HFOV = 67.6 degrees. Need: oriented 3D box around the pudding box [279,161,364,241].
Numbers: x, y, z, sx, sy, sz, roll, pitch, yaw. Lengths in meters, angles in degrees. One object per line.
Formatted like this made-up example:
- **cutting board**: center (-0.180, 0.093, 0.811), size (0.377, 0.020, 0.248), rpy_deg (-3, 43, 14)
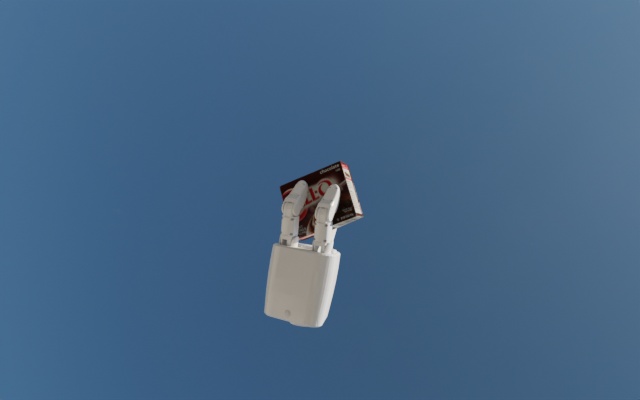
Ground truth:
- **pudding box**: center (0.000, 0.002, 0.732), size (0.113, 0.090, 0.039), rpy_deg (-21, -15, 20)
